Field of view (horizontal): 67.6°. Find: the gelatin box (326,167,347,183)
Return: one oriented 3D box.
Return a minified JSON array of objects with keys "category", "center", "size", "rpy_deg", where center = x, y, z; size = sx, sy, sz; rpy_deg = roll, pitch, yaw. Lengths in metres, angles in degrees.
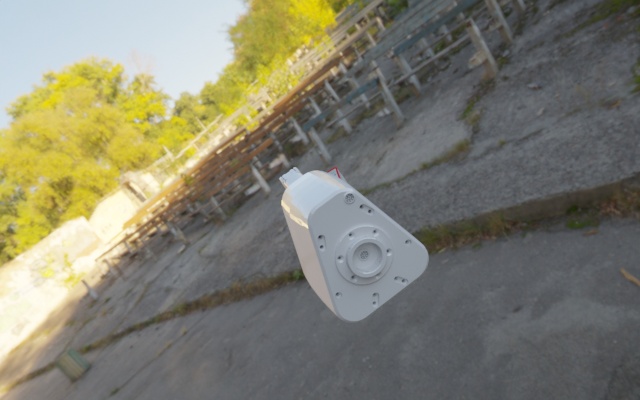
[{"category":"gelatin box","center":[0.000,0.001,0.565],"size":[0.073,0.030,0.089],"rpy_deg":[-33,20,7]}]
